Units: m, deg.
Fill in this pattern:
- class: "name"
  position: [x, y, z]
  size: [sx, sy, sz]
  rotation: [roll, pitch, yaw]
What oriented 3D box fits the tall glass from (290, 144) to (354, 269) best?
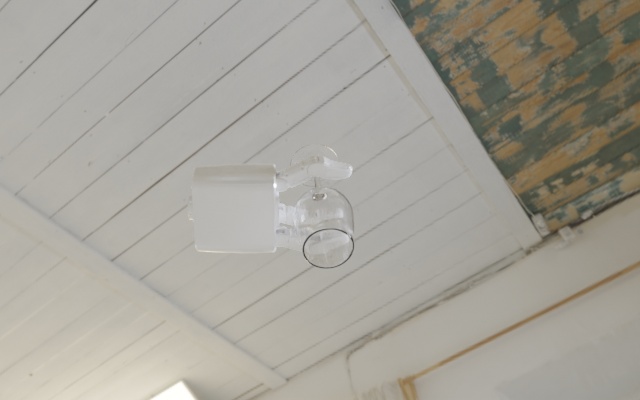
- class: "tall glass"
  position: [0.000, 0.002, 0.643]
  size: [0.079, 0.079, 0.201]
  rotation: [0, 34, -7]
